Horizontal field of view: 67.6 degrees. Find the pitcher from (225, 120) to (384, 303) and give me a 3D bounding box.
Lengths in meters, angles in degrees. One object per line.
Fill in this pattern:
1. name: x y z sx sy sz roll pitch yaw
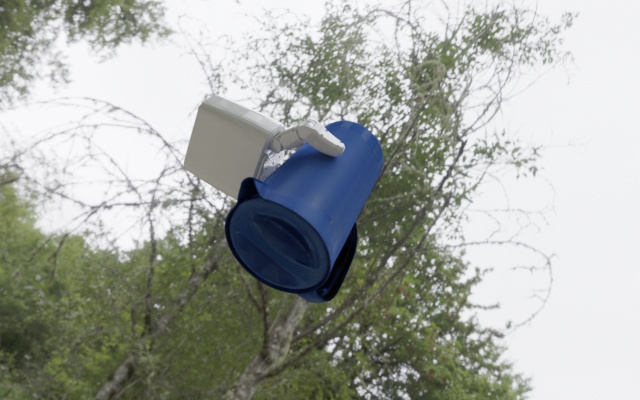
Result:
1. pitcher: 0.000 0.002 0.619 0.145 0.149 0.242 26 42 10
